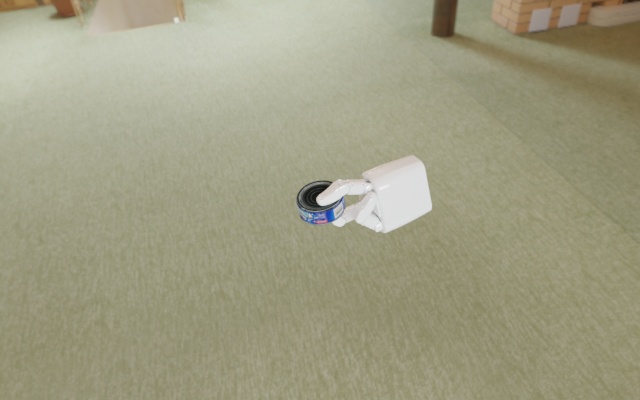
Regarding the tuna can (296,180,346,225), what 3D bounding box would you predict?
[{"bbox_3d":[0.000,0.002,0.852,0.086,0.034,0.086,-7,42,6],"label":"tuna can"}]
